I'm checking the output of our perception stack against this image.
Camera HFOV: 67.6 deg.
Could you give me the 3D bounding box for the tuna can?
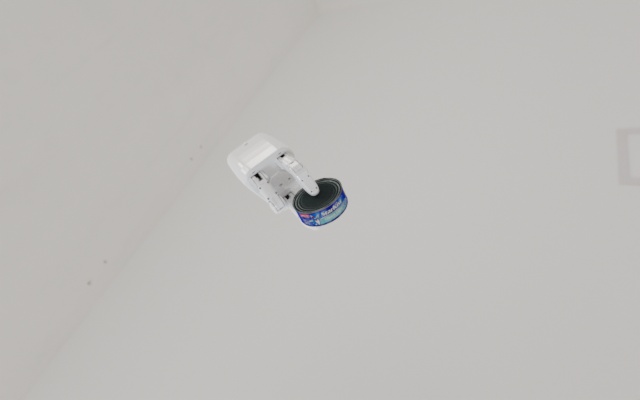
[{"bbox_3d":[0.000,0.003,0.770,0.086,0.034,0.086,-18,34,13],"label":"tuna can"}]
